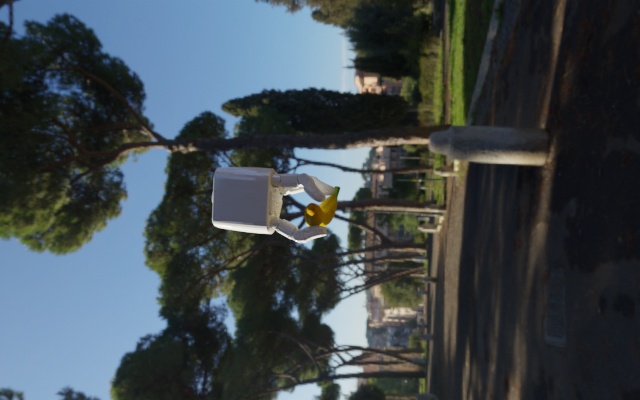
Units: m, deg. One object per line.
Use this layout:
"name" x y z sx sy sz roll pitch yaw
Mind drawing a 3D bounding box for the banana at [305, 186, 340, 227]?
"banana" 0.000 0.020 0.891 0.037 0.069 0.197 6 13 12
